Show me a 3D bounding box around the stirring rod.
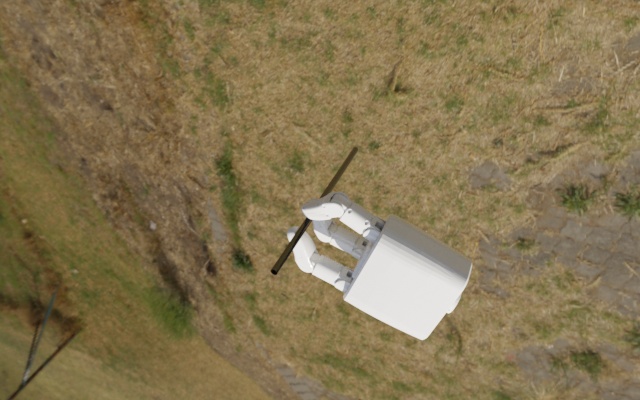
[{"bbox_3d":[0.000,0.002,0.578,0.011,0.011,0.239,0,37,30],"label":"stirring rod"}]
